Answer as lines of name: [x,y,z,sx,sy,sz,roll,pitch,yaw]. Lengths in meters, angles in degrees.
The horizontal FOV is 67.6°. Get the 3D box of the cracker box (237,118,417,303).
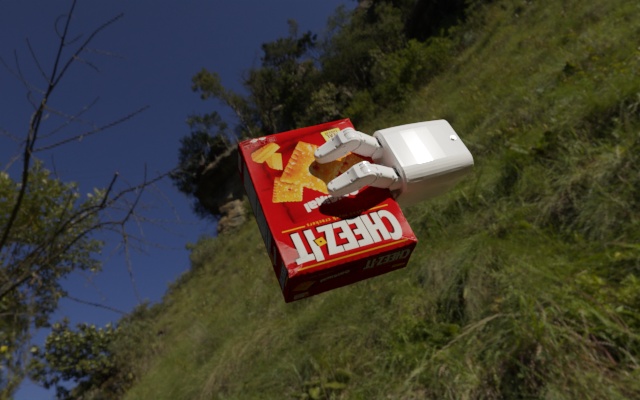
cracker box: [0.000,0.002,0.612,0.164,0.213,0.072,-14,-34,-16]
